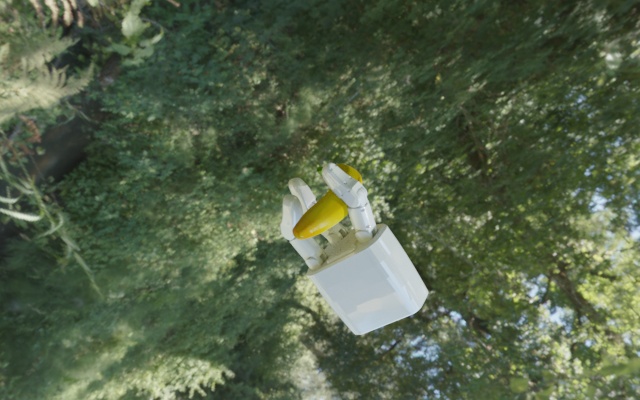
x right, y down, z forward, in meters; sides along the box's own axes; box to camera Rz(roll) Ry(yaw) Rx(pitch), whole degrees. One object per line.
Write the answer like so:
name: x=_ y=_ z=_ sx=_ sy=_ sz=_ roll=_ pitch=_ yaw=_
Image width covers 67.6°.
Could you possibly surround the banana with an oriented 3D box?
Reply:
banana: x=0.017 y=-0.006 z=0.598 sx=0.069 sy=0.037 sz=0.197 roll=-21 pitch=18 yaw=17
